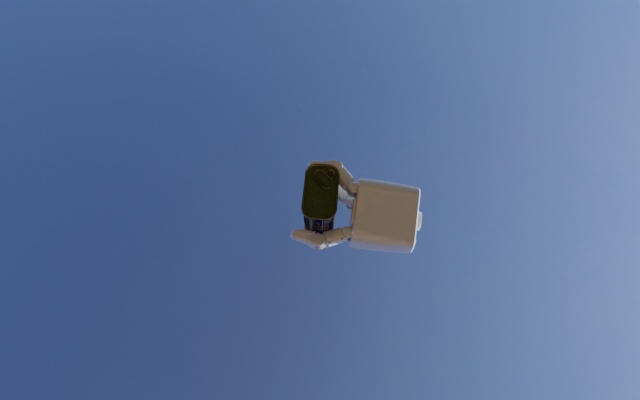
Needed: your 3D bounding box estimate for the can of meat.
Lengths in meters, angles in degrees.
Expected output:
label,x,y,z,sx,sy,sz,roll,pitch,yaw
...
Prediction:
label,x,y,z,sx,sy,sz,roll,pitch,yaw
can of meat,0.000,0.003,0.808,0.057,0.102,0.084,4,-27,2
